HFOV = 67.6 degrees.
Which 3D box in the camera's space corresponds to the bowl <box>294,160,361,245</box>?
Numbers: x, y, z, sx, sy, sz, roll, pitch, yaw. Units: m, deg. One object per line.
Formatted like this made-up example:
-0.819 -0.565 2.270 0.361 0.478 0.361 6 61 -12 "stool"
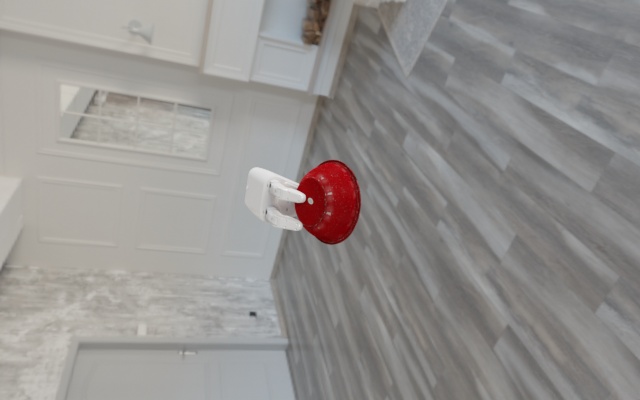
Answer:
0.001 0.003 0.888 0.055 0.162 0.162 1 -1 -41 "bowl"
